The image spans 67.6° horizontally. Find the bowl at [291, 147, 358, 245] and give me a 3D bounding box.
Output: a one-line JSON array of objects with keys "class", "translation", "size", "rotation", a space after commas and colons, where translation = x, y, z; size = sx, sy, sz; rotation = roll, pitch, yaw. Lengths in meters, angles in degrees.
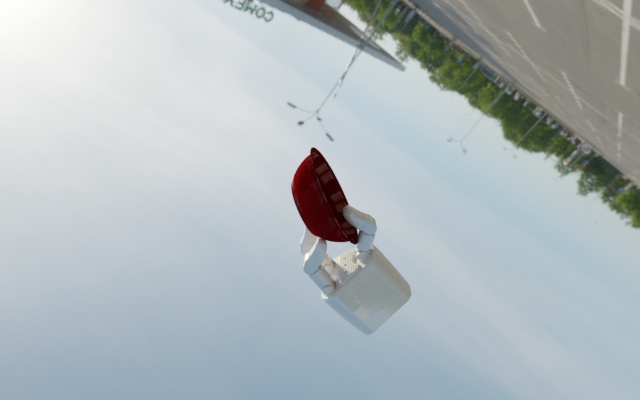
[{"class": "bowl", "translation": [-0.001, 0.001, 0.730], "size": [0.055, 0.162, 0.162], "rotation": [-24, -5, 12]}]
